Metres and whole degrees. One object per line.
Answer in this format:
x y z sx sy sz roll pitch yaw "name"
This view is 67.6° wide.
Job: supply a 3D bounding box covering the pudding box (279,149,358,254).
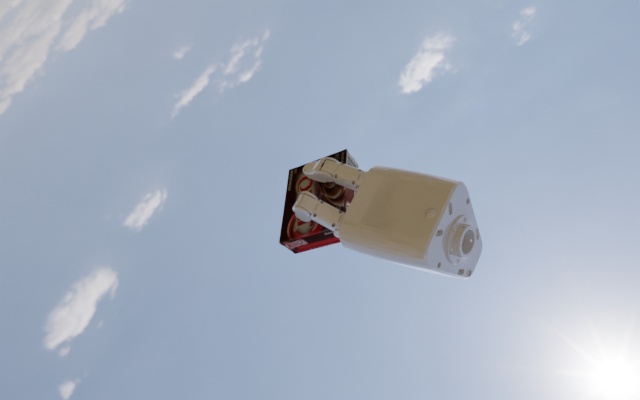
0.000 0.002 0.582 0.090 0.113 0.039 -17 -41 29 "pudding box"
